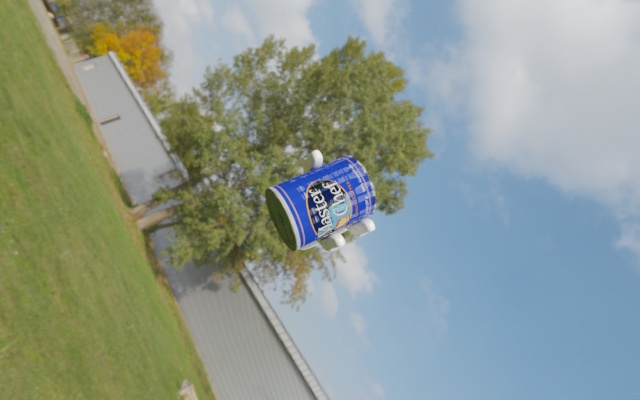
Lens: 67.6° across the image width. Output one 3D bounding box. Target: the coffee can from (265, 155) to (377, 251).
[{"bbox_3d":[0.000,0.002,0.734,0.140,0.103,0.103,-24,8,-19],"label":"coffee can"}]
